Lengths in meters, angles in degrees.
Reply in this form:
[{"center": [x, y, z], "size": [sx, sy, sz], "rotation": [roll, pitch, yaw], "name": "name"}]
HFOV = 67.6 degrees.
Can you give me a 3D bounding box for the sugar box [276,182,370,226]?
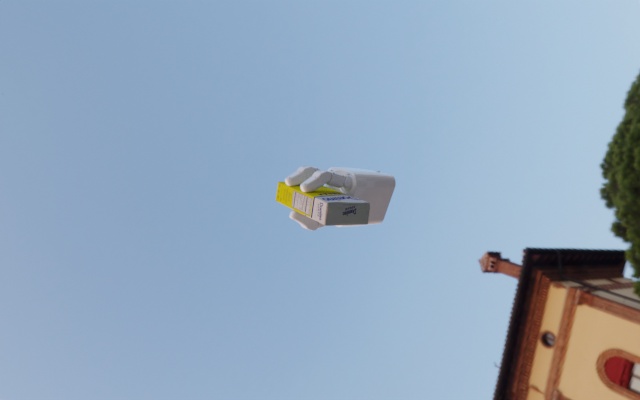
[{"center": [0.000, 0.002, 0.863], "size": [0.093, 0.048, 0.176], "rotation": [0, 10, -34], "name": "sugar box"}]
